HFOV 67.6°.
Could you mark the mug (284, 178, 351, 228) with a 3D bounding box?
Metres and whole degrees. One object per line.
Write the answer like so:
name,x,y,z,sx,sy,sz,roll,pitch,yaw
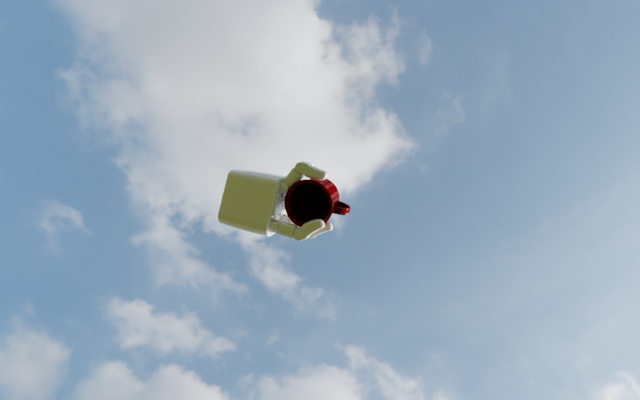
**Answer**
mug,0.002,0.003,0.897,0.117,0.093,0.081,13,14,14
